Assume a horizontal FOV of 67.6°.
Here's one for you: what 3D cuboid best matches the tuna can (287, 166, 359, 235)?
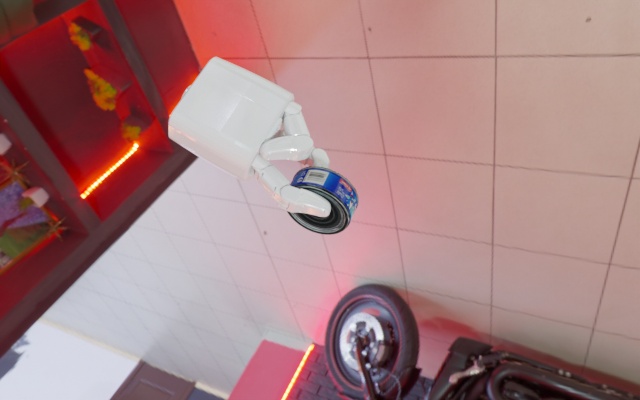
[{"bbox_3d":[0.000,0.002,0.571,0.086,0.033,0.086,15,-40,13],"label":"tuna can"}]
